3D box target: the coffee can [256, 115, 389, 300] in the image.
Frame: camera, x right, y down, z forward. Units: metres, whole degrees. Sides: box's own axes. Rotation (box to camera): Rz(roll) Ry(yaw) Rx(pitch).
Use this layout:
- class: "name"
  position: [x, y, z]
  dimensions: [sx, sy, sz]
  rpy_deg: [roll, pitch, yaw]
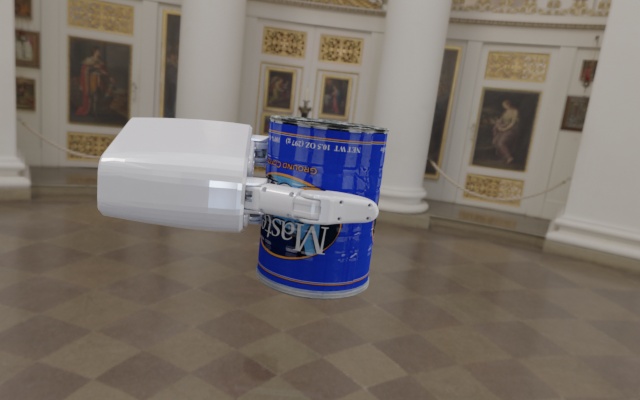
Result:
- class: "coffee can"
  position: [0.000, 0.002, 0.420]
  dimensions: [0.103, 0.140, 0.102]
  rpy_deg: [6, 12, -1]
